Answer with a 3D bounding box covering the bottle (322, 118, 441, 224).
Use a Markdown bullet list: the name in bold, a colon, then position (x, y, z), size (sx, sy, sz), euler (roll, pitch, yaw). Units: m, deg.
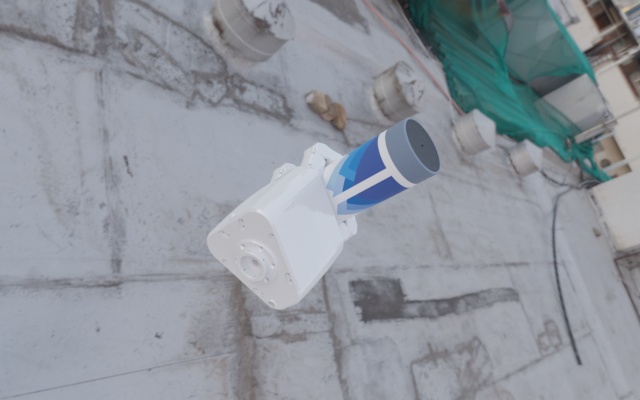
- **bottle**: position (0.000, 0.002, 0.578), size (0.296, 0.069, 0.069), euler (-29, -17, 34)
